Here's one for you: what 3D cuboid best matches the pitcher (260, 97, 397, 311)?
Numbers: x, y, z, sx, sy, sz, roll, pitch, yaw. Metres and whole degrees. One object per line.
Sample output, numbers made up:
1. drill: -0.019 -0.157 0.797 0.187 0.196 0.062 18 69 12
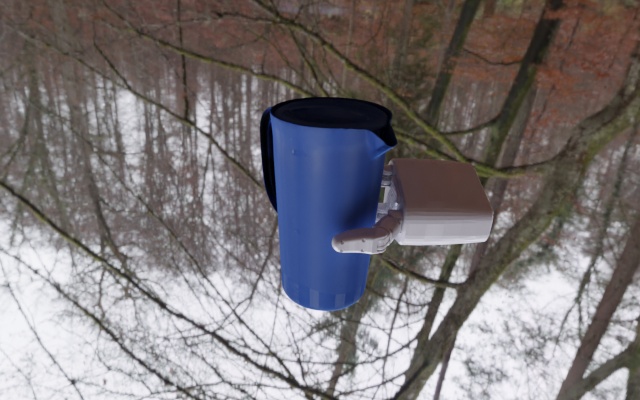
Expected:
1. pitcher: 0.000 0.002 0.574 0.145 0.243 0.149 0 25 -6
